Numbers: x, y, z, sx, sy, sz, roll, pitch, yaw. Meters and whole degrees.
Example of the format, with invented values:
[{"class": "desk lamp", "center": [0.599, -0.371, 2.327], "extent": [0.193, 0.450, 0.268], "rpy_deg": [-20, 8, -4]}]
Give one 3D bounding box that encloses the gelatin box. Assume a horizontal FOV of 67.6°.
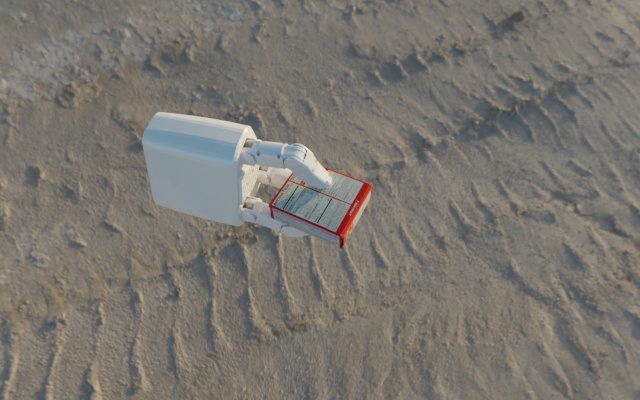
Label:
[{"class": "gelatin box", "center": [0.000, 0.002, 0.516], "extent": [0.089, 0.073, 0.030], "rpy_deg": [21, -31, 18]}]
